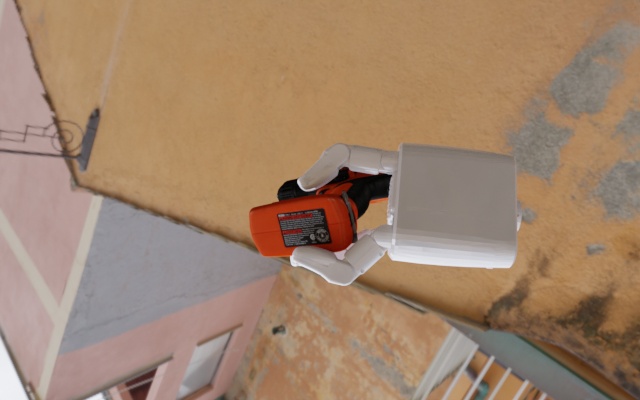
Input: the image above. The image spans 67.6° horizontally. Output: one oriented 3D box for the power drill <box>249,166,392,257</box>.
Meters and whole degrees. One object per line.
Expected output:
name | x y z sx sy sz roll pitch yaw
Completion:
power drill | 0.000 0.002 0.533 0.184 0.057 0.187 -10 14 27
